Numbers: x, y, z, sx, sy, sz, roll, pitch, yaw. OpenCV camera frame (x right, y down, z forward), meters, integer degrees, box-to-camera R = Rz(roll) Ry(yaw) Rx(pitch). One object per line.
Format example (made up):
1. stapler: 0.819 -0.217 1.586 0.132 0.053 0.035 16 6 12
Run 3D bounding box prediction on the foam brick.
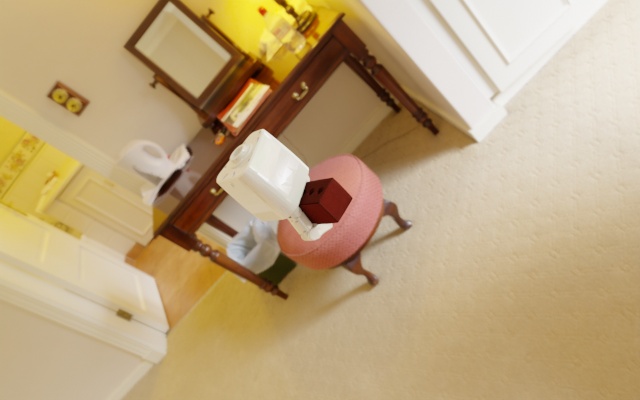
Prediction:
1. foam brick: 0.000 0.002 0.766 0.078 0.053 0.051 -8 -47 49
